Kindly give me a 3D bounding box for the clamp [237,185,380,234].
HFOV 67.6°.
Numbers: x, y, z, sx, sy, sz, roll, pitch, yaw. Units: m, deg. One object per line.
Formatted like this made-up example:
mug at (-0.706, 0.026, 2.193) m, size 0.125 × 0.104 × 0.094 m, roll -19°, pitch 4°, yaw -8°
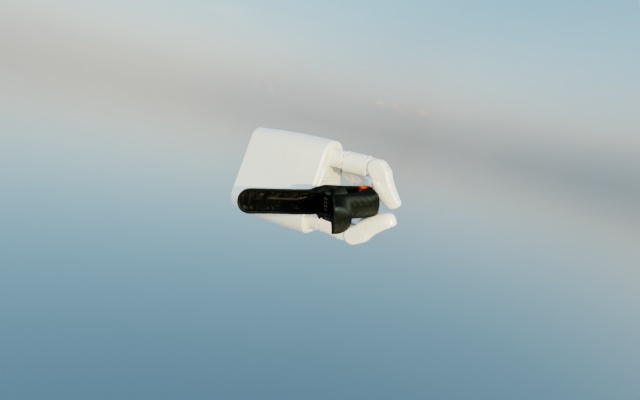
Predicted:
clamp at (0.000, 0.001, 0.493) m, size 0.120 × 0.039 × 0.171 m, roll 16°, pitch 10°, yaw 22°
